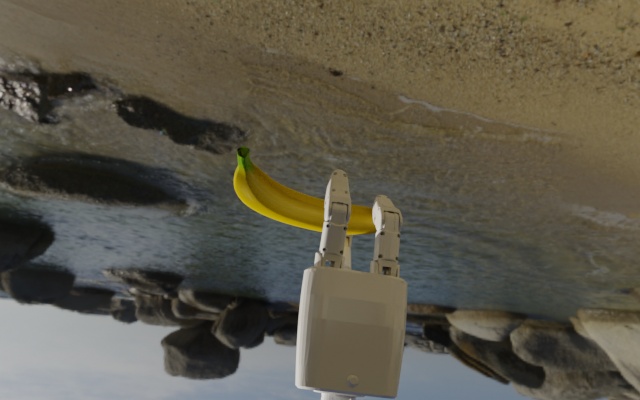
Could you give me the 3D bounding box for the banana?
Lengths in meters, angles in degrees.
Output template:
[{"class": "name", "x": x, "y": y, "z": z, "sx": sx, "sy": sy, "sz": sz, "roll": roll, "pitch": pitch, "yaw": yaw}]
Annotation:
[{"class": "banana", "x": -0.013, "y": 0.005, "z": 0.500, "sx": 0.198, "sy": 0.037, "sz": 0.070, "roll": 22, "pitch": -28, "yaw": -29}]
